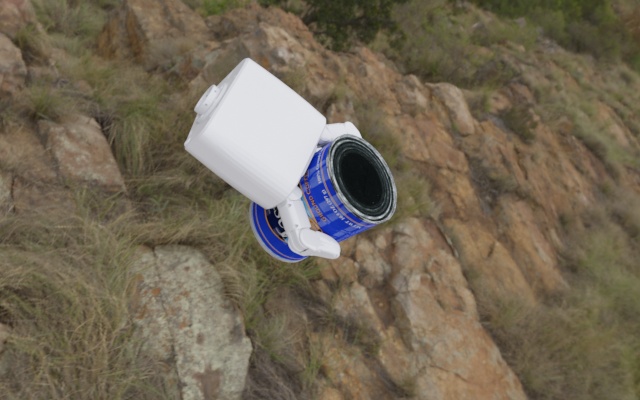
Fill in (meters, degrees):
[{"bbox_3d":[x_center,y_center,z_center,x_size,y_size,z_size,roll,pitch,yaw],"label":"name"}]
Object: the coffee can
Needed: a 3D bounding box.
[{"bbox_3d":[0.000,0.002,0.544,0.103,0.102,0.140,0,-22,-45],"label":"coffee can"}]
